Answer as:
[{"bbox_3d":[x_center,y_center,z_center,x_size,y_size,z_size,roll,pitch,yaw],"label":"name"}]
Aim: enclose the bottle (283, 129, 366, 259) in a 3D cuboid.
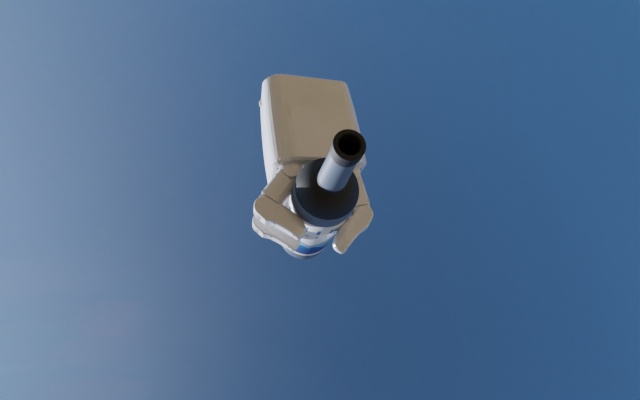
[{"bbox_3d":[0.000,0.002,0.514,0.069,0.069,0.296,0,-18,-9],"label":"bottle"}]
